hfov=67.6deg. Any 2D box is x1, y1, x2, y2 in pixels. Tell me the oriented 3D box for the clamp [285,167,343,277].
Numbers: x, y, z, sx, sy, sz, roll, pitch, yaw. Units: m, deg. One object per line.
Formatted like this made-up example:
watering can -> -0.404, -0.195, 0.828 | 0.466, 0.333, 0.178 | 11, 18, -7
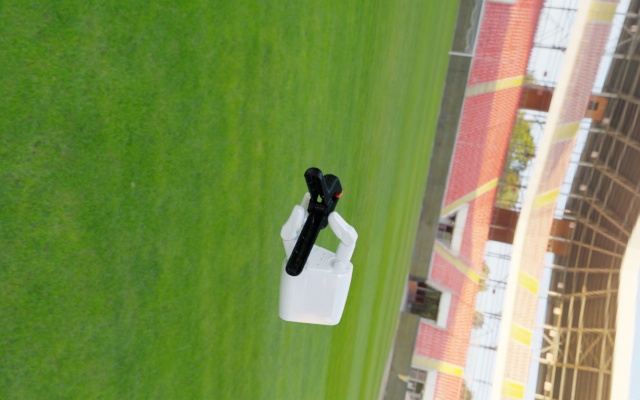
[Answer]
clamp -> 0.001, 0.003, 0.747 | 0.036, 0.165, 0.210 | 17, 26, 11
